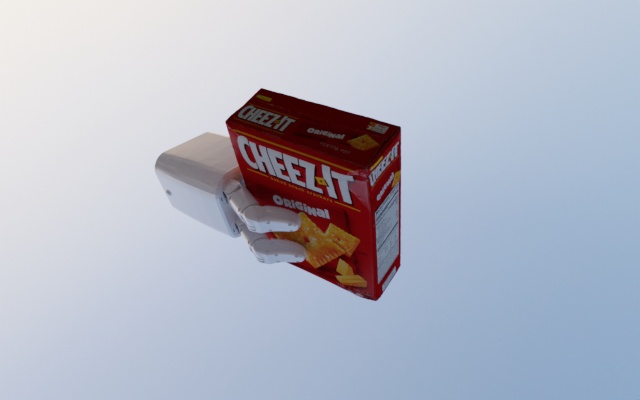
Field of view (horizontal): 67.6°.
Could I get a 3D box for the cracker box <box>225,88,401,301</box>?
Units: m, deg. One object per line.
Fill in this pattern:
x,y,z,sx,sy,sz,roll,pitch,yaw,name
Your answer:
0.000,0.002,0.520,0.164,0.214,0.072,21,53,26,cracker box
